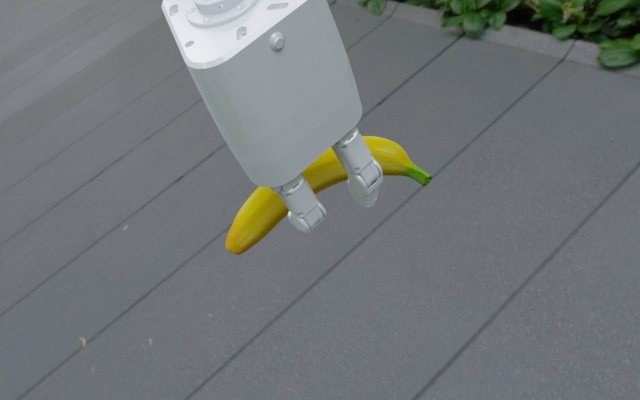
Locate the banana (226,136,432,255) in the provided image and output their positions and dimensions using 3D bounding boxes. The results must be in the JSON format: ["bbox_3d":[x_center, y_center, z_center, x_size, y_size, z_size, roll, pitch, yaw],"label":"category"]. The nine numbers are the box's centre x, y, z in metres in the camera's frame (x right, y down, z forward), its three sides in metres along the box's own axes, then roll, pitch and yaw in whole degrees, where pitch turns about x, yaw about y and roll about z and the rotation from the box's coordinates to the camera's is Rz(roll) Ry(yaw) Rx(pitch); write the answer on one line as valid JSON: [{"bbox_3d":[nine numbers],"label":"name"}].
[{"bbox_3d":[-0.002,-0.014,0.443,0.198,0.069,0.037,-21,-33,1],"label":"banana"}]
